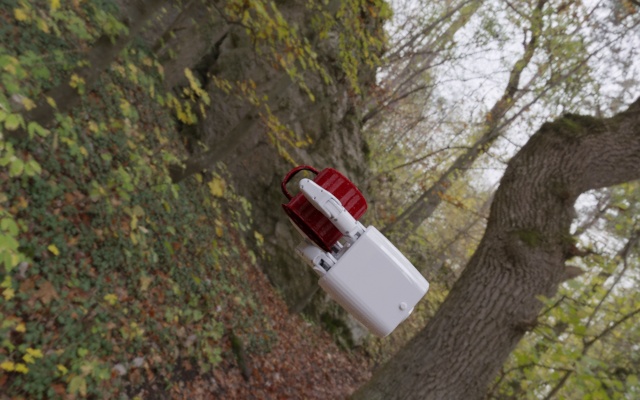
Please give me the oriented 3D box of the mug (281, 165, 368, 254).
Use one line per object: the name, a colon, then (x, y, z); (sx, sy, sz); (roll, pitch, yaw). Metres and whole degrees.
mug: (-0.001, 0.001, 0.643); (0.081, 0.117, 0.093); (-45, -3, -10)
